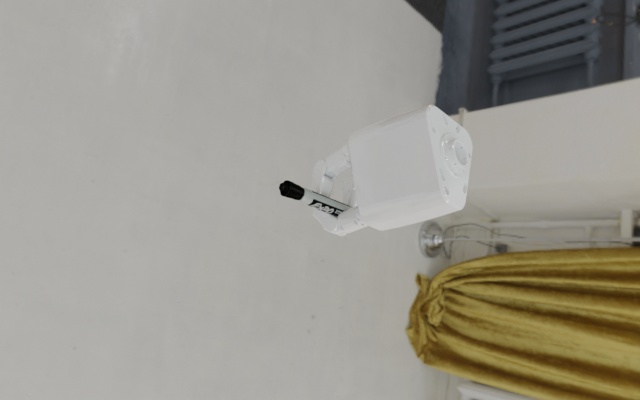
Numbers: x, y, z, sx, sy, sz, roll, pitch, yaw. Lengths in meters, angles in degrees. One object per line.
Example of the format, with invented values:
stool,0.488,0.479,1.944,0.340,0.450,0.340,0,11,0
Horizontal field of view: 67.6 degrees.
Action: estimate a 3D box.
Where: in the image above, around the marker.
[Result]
marker,0.000,0.002,0.561,0.121,0.020,0.020,22,-15,-40
